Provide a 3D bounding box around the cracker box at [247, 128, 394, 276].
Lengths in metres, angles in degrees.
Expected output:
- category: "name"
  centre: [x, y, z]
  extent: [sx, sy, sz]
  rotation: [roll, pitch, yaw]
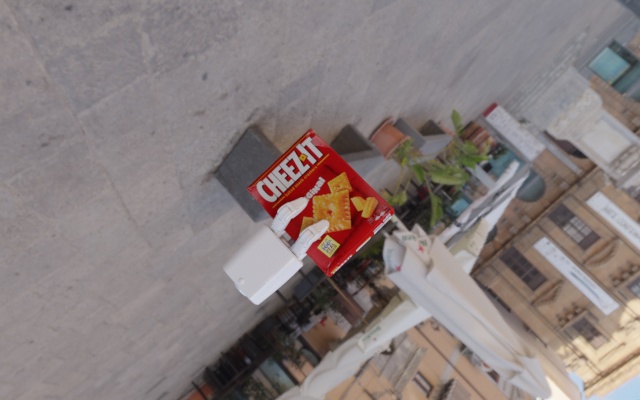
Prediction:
- category: "cracker box"
  centre: [0.000, 0.003, 0.855]
  extent: [0.164, 0.213, 0.072]
  rotation: [-44, -12, -3]
